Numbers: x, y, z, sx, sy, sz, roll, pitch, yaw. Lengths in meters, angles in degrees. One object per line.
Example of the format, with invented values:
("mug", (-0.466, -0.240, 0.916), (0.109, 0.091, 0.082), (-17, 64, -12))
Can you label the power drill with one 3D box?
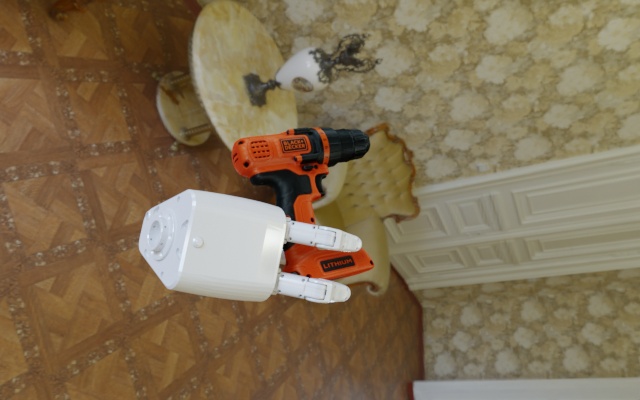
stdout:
("power drill", (0.000, 0.002, 0.571), (0.184, 0.187, 0.057), (-10, -14, -27))
